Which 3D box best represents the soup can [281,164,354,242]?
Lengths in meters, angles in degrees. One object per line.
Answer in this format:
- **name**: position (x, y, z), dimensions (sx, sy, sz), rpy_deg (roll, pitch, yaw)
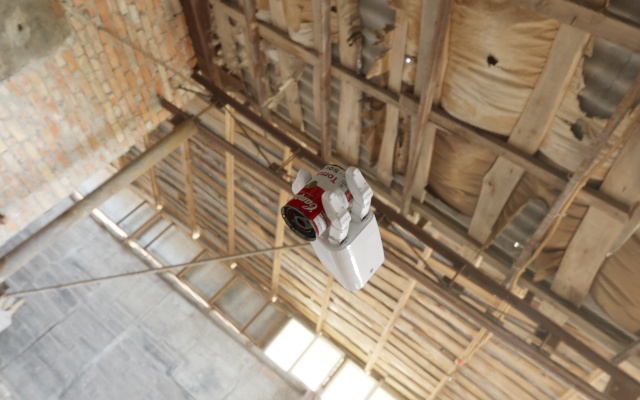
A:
- **soup can**: position (0.000, 0.002, 0.704), dimensions (0.102, 0.068, 0.068), rpy_deg (-45, 24, -27)
